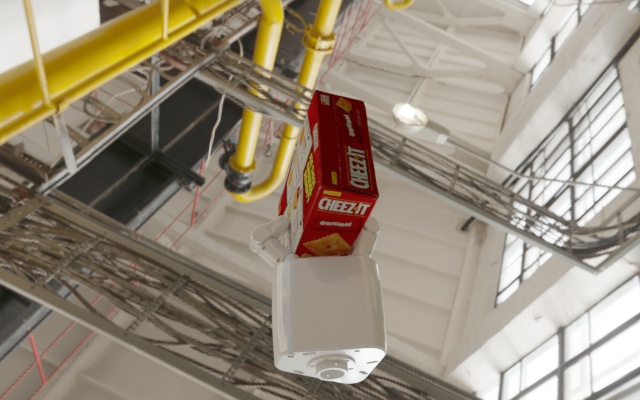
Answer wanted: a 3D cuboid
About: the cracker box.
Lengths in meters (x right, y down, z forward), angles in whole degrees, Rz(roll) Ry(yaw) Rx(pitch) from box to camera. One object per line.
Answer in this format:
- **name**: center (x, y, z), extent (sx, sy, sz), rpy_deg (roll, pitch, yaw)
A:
- **cracker box**: center (0.000, 0.002, 0.591), extent (0.072, 0.164, 0.214), rpy_deg (9, -43, -13)
